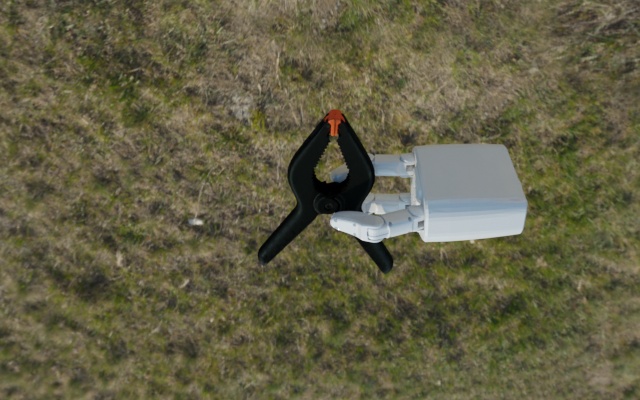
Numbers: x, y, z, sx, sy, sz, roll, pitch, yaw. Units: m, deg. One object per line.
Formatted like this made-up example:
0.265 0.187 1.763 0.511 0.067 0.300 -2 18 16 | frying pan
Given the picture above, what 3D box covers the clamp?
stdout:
0.000 0.002 0.536 0.164 0.210 0.036 -3 33 3 | clamp
